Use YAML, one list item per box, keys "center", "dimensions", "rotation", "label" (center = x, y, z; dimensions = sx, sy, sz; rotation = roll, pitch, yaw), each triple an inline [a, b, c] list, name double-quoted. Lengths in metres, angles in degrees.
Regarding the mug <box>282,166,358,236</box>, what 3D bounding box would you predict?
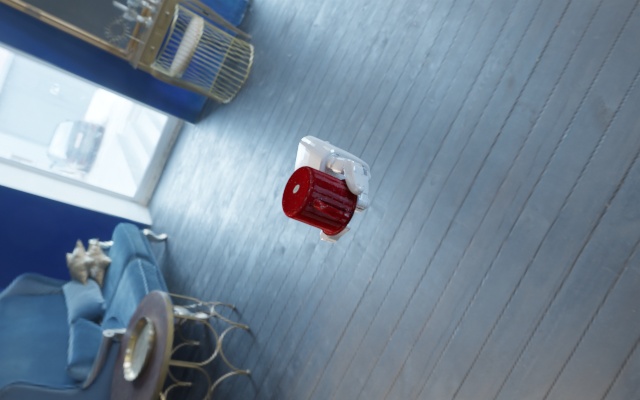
- center: [0.000, 0.003, 0.706]
  dimensions: [0.081, 0.093, 0.117]
  rotation: [21, 11, -31]
  label: "mug"
